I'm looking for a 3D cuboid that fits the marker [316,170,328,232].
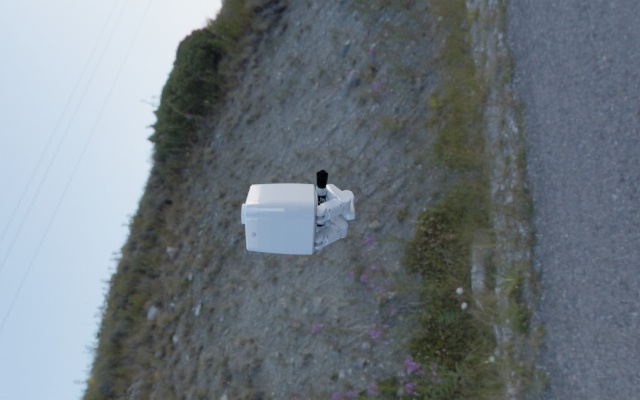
[{"bbox_3d":[0.000,0.003,0.774,0.020,0.121,0.020,2,38,-2],"label":"marker"}]
